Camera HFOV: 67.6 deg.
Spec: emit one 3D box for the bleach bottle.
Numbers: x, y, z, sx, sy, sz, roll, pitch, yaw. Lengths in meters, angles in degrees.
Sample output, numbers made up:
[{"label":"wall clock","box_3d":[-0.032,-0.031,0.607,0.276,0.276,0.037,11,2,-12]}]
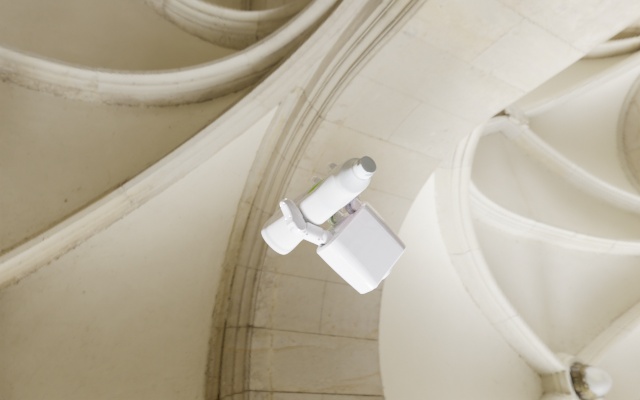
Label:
[{"label":"bleach bottle","box_3d":[0.000,0.002,0.776,0.251,0.068,0.102,-37,9,50]}]
